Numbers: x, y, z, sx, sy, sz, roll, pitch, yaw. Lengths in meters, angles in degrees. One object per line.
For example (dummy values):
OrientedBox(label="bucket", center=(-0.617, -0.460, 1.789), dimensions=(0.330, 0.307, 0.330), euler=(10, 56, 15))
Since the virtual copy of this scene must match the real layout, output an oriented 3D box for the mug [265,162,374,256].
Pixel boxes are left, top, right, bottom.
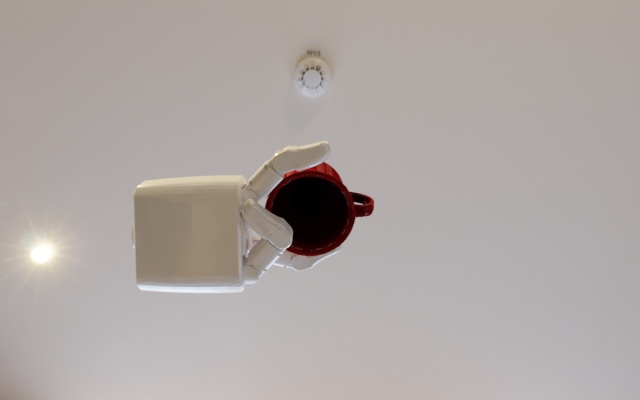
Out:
OrientedBox(label="mug", center=(0.002, 0.002, 0.523), dimensions=(0.117, 0.093, 0.081), euler=(-1, 19, -2))
